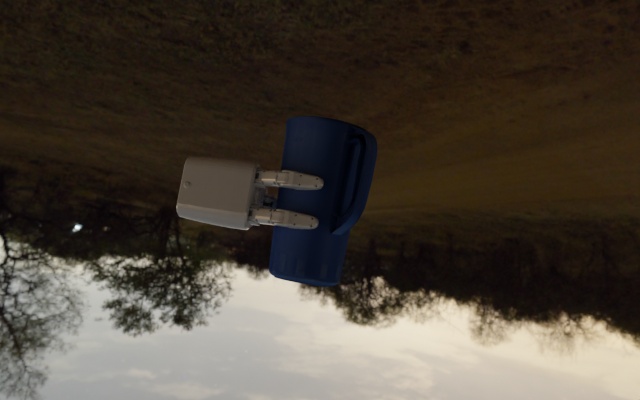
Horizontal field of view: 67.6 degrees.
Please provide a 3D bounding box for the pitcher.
[{"bbox_3d":[0.000,0.002,0.717,0.145,0.243,0.149,9,-6,6],"label":"pitcher"}]
